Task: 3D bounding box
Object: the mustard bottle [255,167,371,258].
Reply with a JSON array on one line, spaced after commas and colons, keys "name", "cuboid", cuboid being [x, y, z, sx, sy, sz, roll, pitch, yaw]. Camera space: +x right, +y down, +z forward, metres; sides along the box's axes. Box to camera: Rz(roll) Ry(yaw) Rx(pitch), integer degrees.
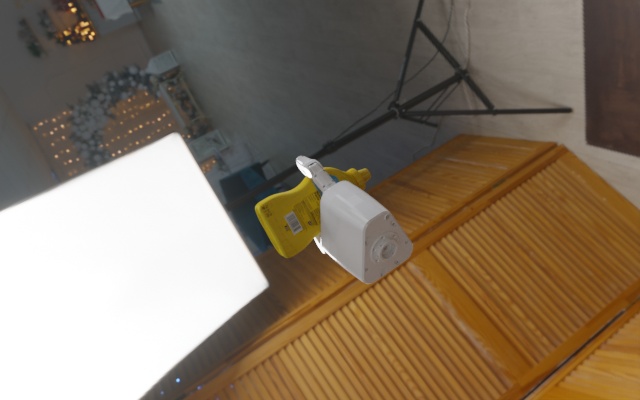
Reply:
[{"name": "mustard bottle", "cuboid": [0.000, 0.003, 0.753, 0.191, 0.096, 0.058, -31, 12, -17]}]
